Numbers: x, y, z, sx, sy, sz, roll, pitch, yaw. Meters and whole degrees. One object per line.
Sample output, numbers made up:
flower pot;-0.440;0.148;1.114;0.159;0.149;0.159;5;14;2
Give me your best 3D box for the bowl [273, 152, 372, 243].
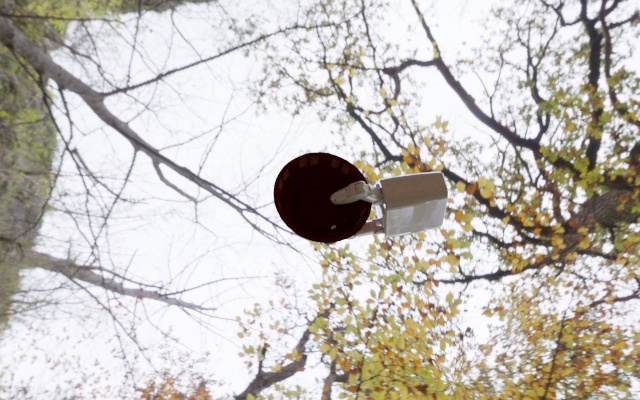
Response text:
bowl;-0.001;0.003;0.787;0.162;0.162;0.055;0;-25;-11
